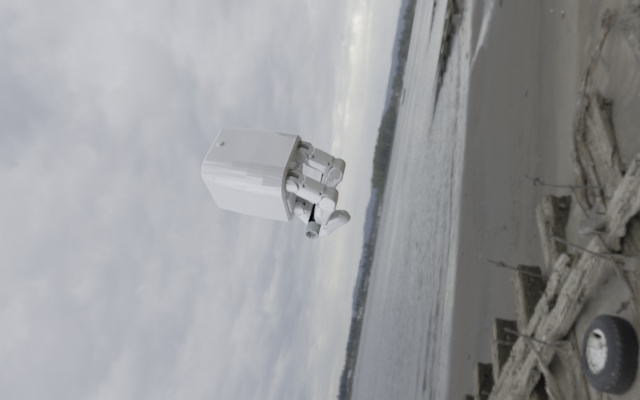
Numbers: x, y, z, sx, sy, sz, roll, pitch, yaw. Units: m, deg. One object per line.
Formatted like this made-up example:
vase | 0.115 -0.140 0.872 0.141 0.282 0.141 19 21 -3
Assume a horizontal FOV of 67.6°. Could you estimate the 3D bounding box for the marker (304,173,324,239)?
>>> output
marker | 0.000 0.002 0.655 0.020 0.121 0.020 8 -44 8
